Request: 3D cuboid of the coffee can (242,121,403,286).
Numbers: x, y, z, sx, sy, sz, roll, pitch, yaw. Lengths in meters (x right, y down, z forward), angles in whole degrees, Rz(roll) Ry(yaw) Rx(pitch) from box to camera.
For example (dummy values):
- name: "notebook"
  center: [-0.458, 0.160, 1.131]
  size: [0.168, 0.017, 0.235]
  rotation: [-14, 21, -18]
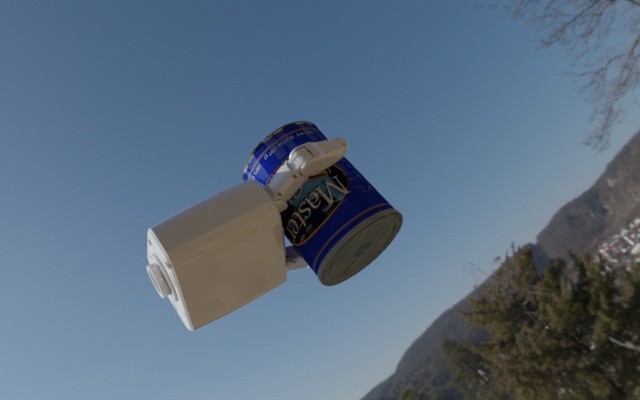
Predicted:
- name: "coffee can"
  center: [0.000, 0.002, 0.492]
  size: [0.140, 0.103, 0.103]
  rotation: [49, 26, 25]
